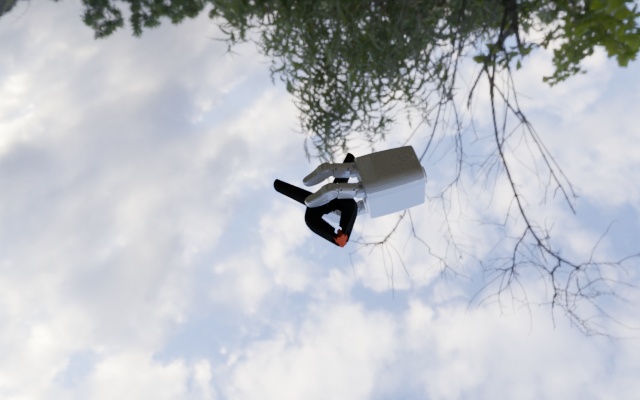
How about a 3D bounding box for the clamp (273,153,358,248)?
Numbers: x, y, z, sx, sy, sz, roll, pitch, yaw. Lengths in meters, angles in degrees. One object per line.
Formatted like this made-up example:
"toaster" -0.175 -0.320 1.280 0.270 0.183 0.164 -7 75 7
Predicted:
"clamp" 0.001 0.004 0.849 0.164 0.036 0.209 -16 43 5
